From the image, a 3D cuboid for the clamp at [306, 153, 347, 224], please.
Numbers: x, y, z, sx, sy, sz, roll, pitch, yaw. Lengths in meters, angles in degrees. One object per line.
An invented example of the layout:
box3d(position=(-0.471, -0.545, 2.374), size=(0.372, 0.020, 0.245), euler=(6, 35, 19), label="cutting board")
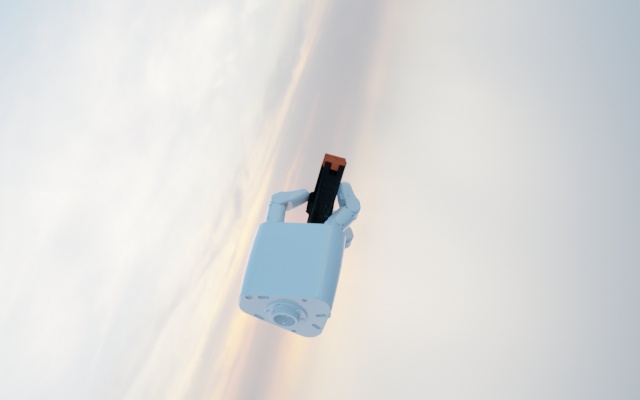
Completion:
box3d(position=(-0.001, 0.002, 0.671), size=(0.036, 0.164, 0.210), euler=(13, -44, -4), label="clamp")
